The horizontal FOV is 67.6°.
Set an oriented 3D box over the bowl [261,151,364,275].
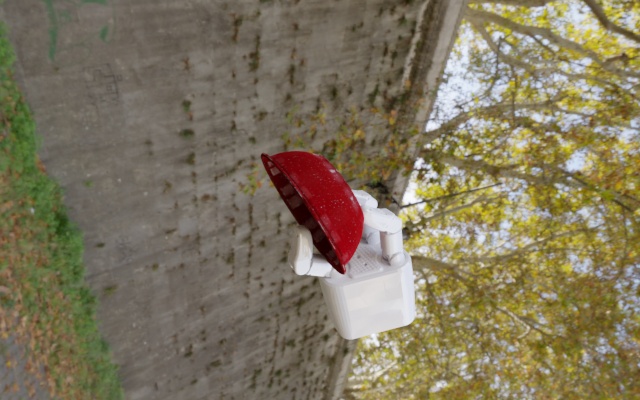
[{"bbox_3d":[0.000,0.001,0.532,0.055,0.162,0.162,-35,6,-9],"label":"bowl"}]
